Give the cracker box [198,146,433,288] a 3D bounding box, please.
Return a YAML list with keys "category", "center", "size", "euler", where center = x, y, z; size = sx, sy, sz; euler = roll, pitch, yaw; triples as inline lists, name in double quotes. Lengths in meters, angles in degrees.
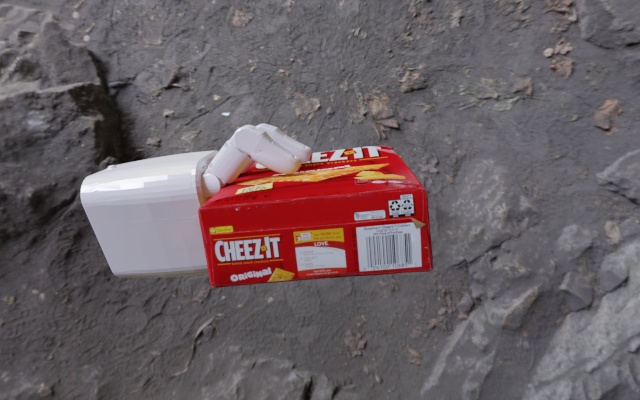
- category: "cracker box"
  center: [0.000, 0.002, 0.437]
  size: [0.164, 0.072, 0.213]
  euler: [-5, 14, 4]
